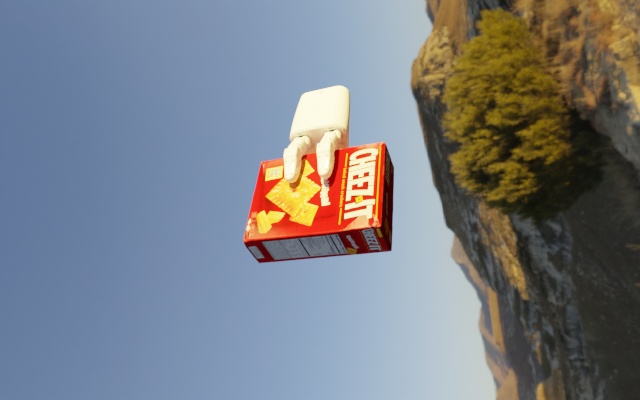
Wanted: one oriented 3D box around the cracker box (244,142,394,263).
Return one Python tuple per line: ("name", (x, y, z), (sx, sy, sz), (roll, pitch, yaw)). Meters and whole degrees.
("cracker box", (0.000, 0.003, 0.735), (0.214, 0.164, 0.072), (-8, -40, 20))
